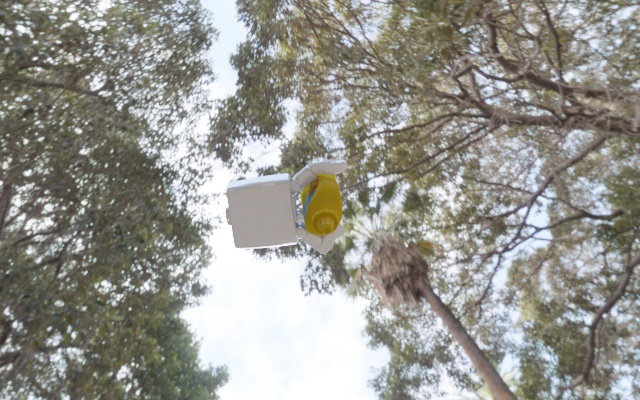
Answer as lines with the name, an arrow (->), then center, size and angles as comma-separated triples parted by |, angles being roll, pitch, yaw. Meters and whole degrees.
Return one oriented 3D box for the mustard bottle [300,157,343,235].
mustard bottle -> 0.000, 0.003, 0.793 | 0.058, 0.096, 0.191 | 15, 23, -12
